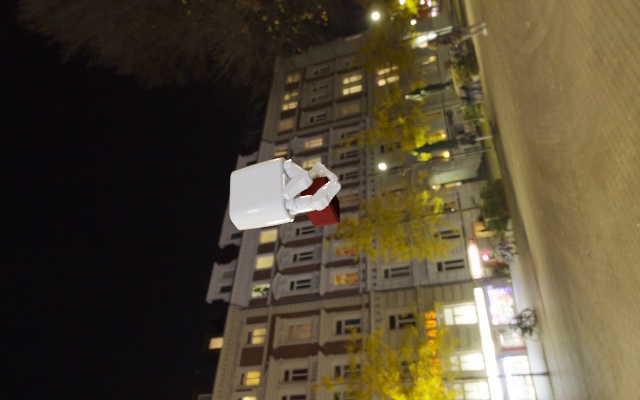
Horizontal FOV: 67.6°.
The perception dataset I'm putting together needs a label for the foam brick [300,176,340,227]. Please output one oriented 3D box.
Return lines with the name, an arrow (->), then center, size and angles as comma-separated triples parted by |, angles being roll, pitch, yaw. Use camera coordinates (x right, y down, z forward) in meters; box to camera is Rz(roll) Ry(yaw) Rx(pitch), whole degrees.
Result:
foam brick -> 0.000, 0.003, 0.882 | 0.051, 0.053, 0.078 | -13, -45, 15
